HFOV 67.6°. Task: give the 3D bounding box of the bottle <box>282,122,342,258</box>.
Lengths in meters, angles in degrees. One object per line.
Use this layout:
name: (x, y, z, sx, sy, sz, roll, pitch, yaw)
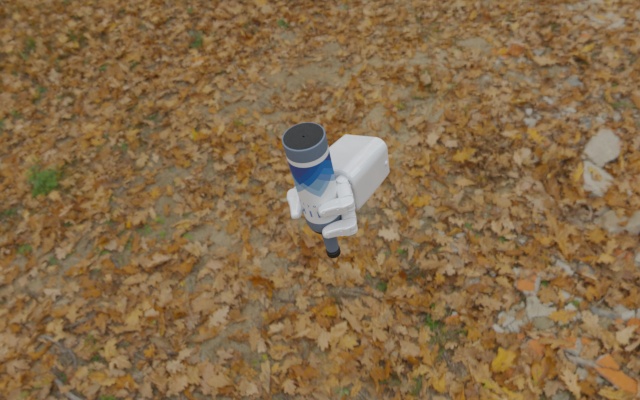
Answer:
bottle: (0.000, 0.003, 0.815, 0.069, 0.069, 0.296, 0, -42, 13)
